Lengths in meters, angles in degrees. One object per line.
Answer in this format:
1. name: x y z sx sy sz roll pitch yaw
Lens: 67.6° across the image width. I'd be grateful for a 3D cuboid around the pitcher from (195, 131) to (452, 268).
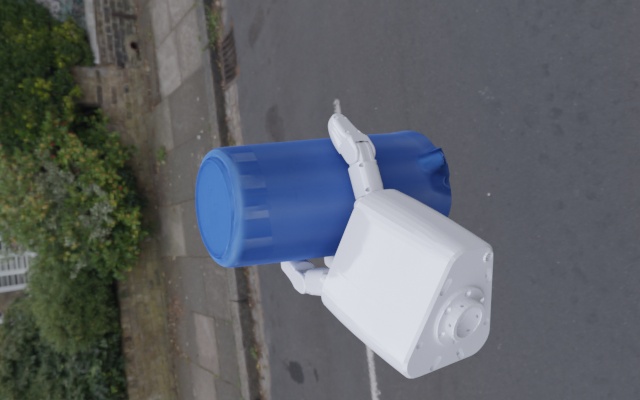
1. pitcher: 0.000 0.002 0.495 0.243 0.149 0.145 -6 26 -33
